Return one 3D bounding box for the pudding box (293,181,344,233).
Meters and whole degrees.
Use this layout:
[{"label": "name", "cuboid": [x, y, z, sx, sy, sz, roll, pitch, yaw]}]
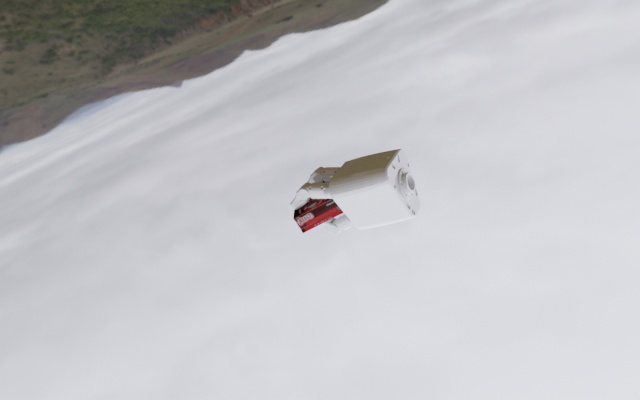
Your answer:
[{"label": "pudding box", "cuboid": [0.000, 0.003, 0.848, 0.090, 0.039, 0.113, -26, 18, 10]}]
